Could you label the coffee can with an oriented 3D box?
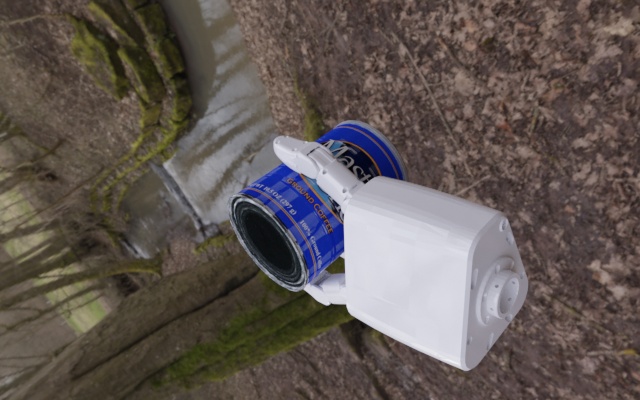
[{"bbox_3d":[0.000,0.001,0.449,0.140,0.103,0.103,-37,20,-29],"label":"coffee can"}]
